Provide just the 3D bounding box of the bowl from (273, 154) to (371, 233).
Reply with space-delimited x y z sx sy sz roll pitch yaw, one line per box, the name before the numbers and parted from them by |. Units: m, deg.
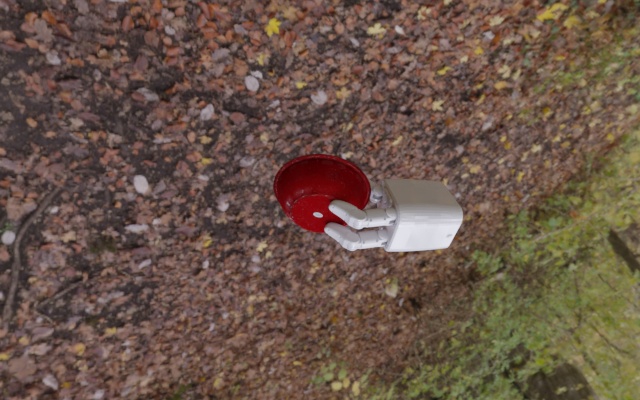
bowl | -0.001 0.003 0.767 0.162 0.055 0.162 4 -43 3
